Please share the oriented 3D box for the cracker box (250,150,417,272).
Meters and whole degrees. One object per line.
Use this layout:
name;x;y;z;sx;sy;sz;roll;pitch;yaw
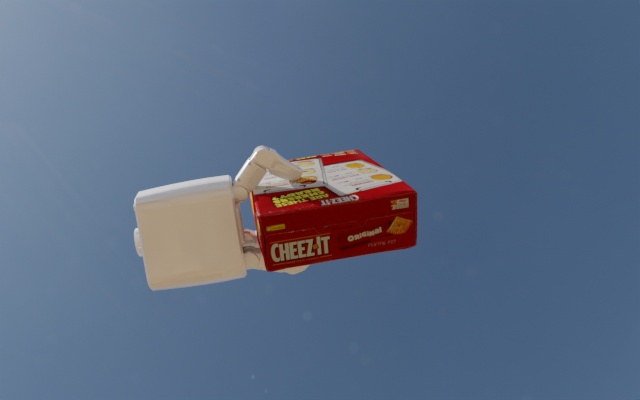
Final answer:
cracker box;0.000;0.002;0.576;0.164;0.072;0.213;-9;19;-9
